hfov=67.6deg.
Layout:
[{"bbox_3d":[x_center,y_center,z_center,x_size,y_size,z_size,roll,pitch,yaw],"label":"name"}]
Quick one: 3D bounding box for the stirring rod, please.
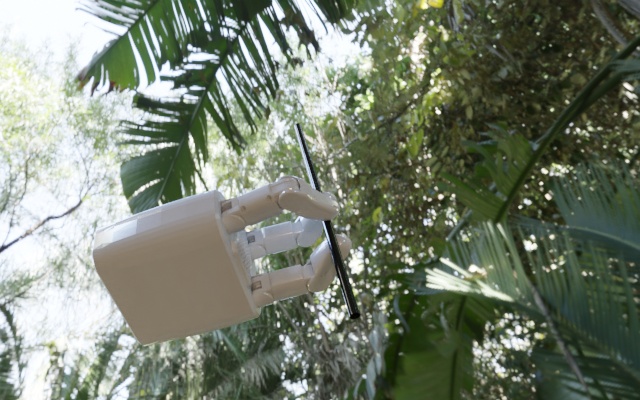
[{"bbox_3d":[0.000,0.001,0.424,0.011,0.011,0.239,0,42,-16],"label":"stirring rod"}]
